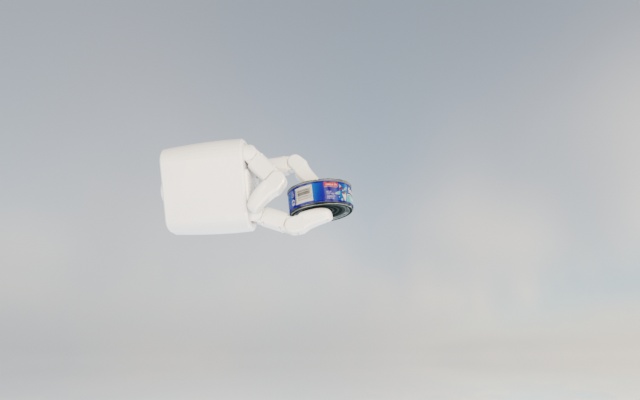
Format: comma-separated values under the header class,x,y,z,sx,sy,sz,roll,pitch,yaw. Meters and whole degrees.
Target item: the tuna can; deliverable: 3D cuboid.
class,x,y,z,sx,sy,sz,roll,pitch,yaw
tuna can,0.000,0.003,0.627,0.086,0.033,0.086,-6,-19,-2
